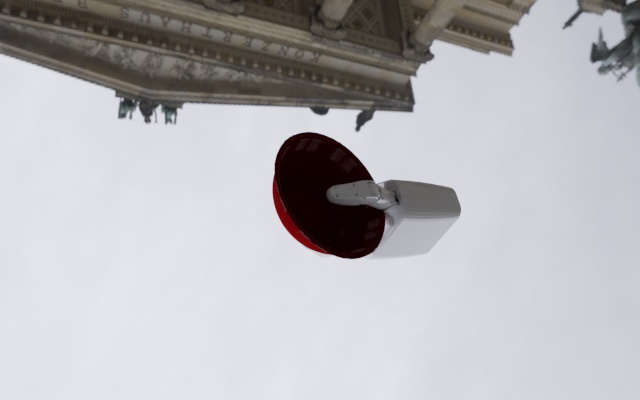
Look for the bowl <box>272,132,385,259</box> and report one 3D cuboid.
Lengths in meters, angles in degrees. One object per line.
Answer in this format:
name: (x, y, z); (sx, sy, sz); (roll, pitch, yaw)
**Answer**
bowl: (-0.001, 0.002, 0.562); (0.162, 0.162, 0.055); (0, -26, -43)
